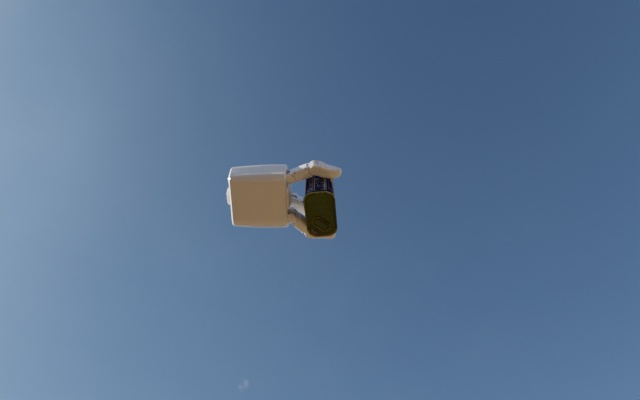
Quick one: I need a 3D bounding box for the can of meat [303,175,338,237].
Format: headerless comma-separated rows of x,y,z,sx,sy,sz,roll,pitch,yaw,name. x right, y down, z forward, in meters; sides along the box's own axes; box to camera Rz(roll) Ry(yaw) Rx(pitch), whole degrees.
0.000,0.003,0.900,0.057,0.102,0.084,-4,35,3,can of meat
